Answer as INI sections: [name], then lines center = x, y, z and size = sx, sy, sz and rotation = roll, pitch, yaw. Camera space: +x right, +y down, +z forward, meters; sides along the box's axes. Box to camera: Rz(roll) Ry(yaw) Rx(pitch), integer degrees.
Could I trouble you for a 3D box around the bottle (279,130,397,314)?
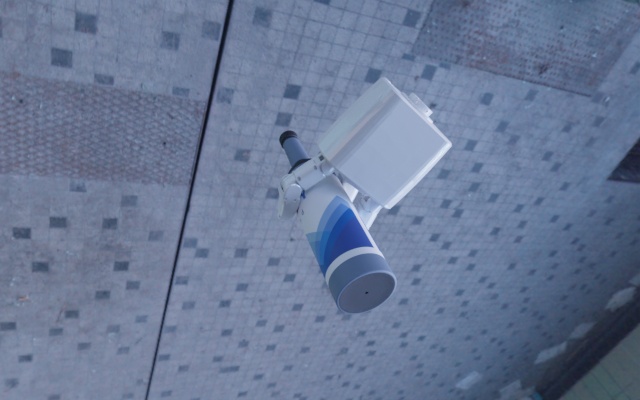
[bottle]
center = 0.000, 0.002, 0.587
size = 0.069, 0.069, 0.295
rotation = 0, 39, -24
